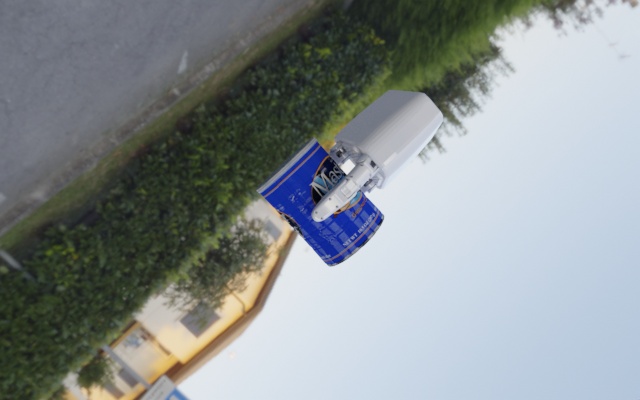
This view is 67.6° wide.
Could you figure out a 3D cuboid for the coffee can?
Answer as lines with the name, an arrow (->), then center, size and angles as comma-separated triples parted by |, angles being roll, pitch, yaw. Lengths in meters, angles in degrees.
coffee can -> 0.000, 0.002, 0.630 | 0.103, 0.140, 0.103 | -42, 8, 7
